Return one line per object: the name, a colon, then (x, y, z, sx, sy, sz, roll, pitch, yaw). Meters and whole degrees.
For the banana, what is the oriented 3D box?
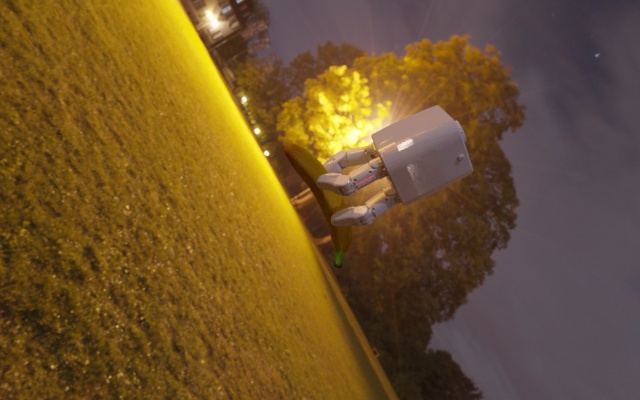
banana: (0.006, -0.002, 0.696, 0.037, 0.198, 0.069, -18, 18, 22)
